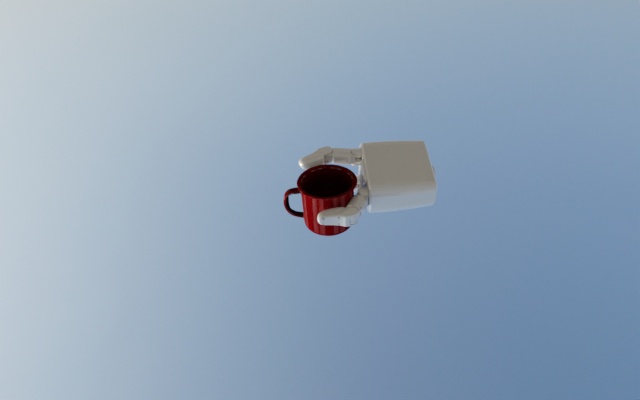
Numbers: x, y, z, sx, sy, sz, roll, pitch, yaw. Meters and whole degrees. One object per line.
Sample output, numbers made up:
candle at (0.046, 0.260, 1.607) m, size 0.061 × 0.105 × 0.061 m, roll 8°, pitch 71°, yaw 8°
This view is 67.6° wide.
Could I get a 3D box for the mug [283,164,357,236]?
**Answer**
mug at (-0.001, 0.003, 0.755) m, size 0.117 × 0.082 × 0.093 m, roll -4°, pitch 38°, yaw -1°
